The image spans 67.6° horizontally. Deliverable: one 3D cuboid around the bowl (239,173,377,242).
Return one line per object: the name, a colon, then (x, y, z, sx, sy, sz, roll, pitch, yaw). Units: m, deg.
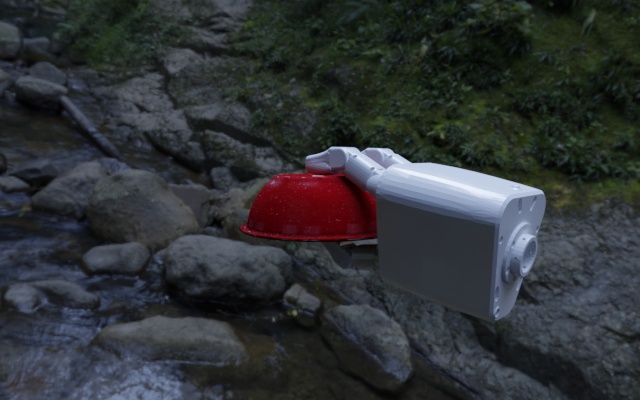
bowl: (-0.001, 0.001, 0.479, 0.162, 0.055, 0.162, -1, 5, 0)
